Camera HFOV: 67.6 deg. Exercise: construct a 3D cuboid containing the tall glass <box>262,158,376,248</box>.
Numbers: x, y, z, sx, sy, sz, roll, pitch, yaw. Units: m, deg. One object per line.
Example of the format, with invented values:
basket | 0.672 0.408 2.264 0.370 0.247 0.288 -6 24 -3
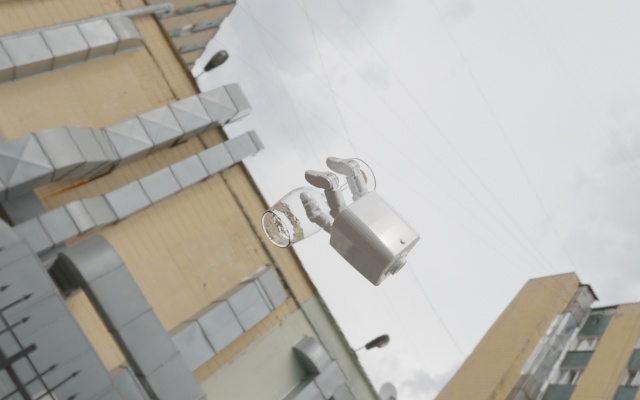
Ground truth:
tall glass | 0.000 0.002 0.766 0.201 0.079 0.079 -31 20 -38
